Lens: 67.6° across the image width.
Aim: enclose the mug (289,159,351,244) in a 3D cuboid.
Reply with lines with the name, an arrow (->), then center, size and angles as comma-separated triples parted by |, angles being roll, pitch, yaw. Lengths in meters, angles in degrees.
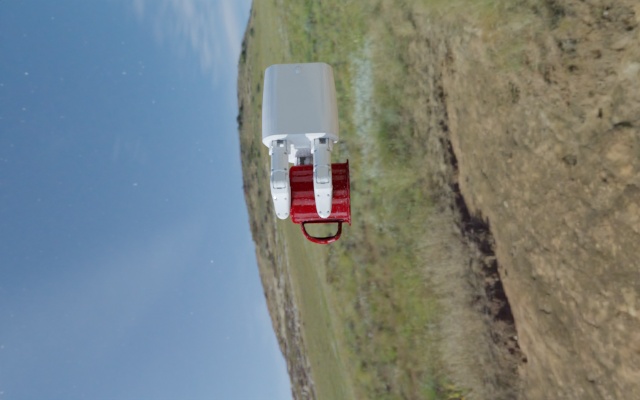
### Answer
mug -> 0.000, 0.004, 0.655 | 0.081, 0.117, 0.093 | -2, -15, 3
